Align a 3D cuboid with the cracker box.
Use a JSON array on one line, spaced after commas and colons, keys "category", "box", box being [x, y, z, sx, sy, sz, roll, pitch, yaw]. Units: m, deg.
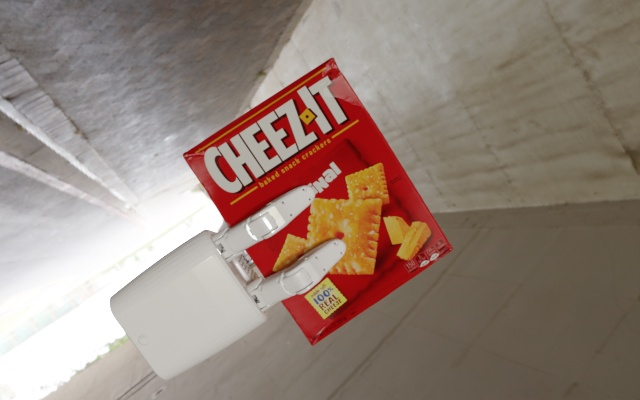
[{"category": "cracker box", "box": [0.000, 0.002, 0.458, 0.164, 0.214, 0.072, -33, 7, 0]}]
